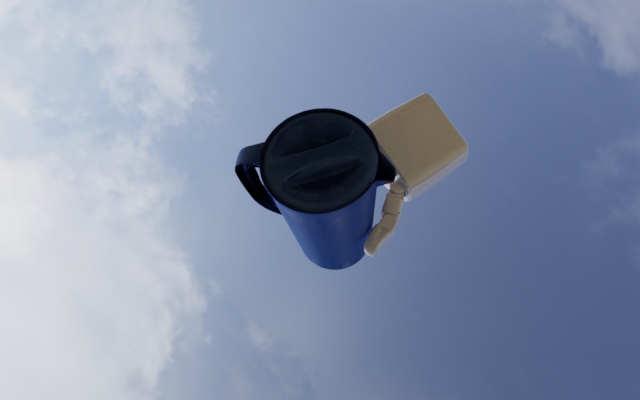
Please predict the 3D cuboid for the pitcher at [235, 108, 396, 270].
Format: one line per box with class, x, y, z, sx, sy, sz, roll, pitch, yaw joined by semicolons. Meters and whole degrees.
pitcher;0.000;0.002;0.620;0.145;0.149;0.243;-34;-25;-11
